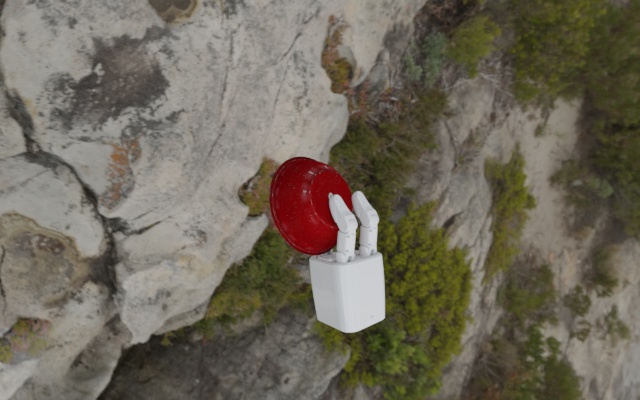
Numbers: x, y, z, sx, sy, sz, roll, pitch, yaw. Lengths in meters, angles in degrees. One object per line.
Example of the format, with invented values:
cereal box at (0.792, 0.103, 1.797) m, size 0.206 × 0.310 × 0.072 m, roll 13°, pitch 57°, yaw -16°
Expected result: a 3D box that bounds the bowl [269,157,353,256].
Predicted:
bowl at (0.000, 0.001, 0.744) m, size 0.162 × 0.162 × 0.055 m, roll 0°, pitch -12°, yaw -44°
